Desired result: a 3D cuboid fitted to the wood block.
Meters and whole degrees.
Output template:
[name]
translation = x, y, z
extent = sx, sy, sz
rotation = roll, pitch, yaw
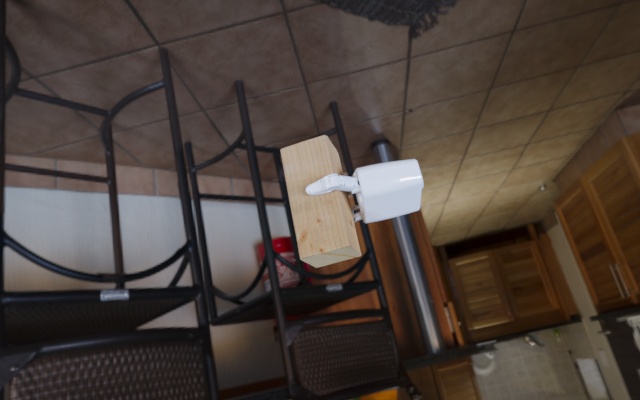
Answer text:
[wood block]
translation = 0.000, 0.003, 0.848
extent = 0.090, 0.206, 0.091
rotation = -16, -21, 12
